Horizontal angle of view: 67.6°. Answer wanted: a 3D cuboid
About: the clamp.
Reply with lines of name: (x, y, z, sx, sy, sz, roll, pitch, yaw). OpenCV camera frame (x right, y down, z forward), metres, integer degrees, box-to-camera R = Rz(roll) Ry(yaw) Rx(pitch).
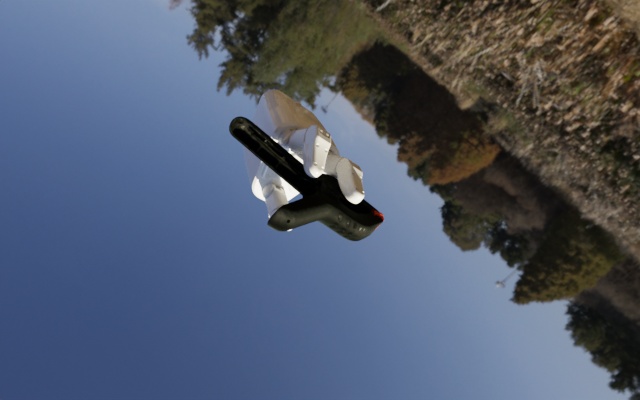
clamp: (0.000, 0.002, 0.515, 0.210, 0.036, 0.164, 29, 25, -35)
